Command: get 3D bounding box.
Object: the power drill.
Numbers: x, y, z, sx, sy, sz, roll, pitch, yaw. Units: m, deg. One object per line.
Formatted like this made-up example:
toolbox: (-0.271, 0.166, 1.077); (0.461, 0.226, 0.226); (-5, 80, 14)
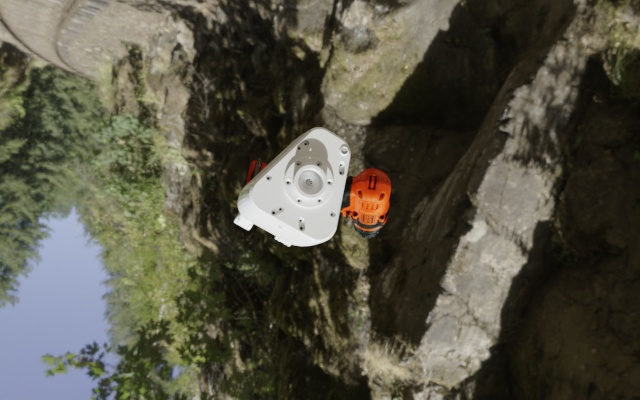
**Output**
power drill: (0.000, 0.002, 0.652); (0.187, 0.057, 0.184); (5, -22, 5)
